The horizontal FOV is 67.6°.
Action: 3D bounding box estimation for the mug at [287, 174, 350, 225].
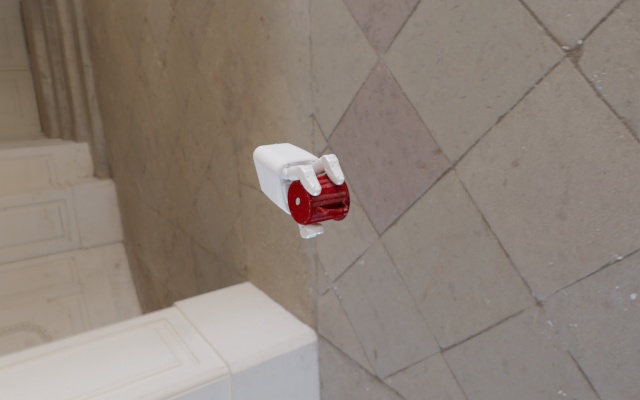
[{"bbox_3d":[0.001,0.003,0.846,0.081,0.093,0.117,-11,29,-33],"label":"mug"}]
